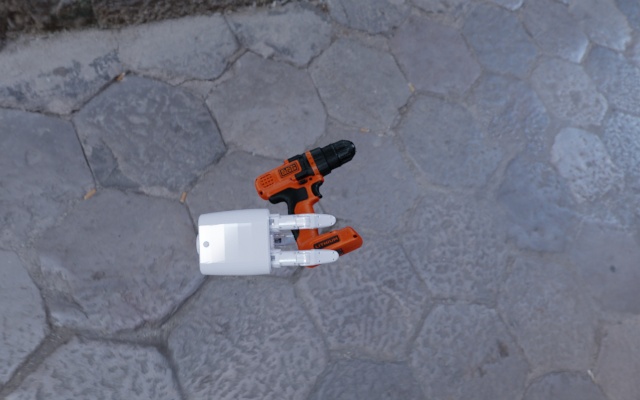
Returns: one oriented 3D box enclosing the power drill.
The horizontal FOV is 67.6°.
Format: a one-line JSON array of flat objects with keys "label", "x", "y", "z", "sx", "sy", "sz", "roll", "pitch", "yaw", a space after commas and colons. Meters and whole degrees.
[{"label": "power drill", "x": 0.000, "y": 0.003, "z": 0.791, "sx": 0.184, "sy": 0.187, "sz": 0.057, "roll": -25, "pitch": -25, "yaw": 4}]
